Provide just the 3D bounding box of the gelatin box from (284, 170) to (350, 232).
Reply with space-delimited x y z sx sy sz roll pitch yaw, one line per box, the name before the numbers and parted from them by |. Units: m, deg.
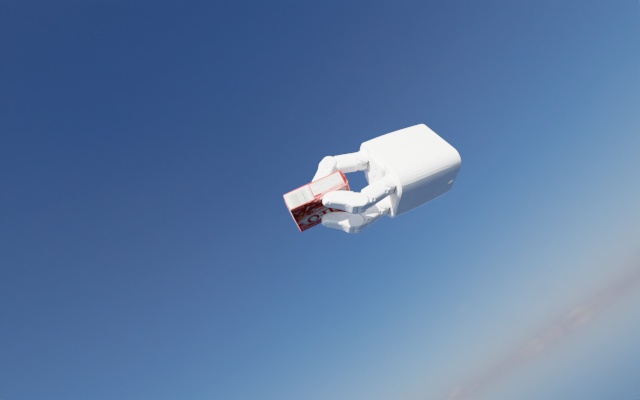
gelatin box | 0.000 0.002 0.679 0.089 0.030 0.073 -24 -29 -1
